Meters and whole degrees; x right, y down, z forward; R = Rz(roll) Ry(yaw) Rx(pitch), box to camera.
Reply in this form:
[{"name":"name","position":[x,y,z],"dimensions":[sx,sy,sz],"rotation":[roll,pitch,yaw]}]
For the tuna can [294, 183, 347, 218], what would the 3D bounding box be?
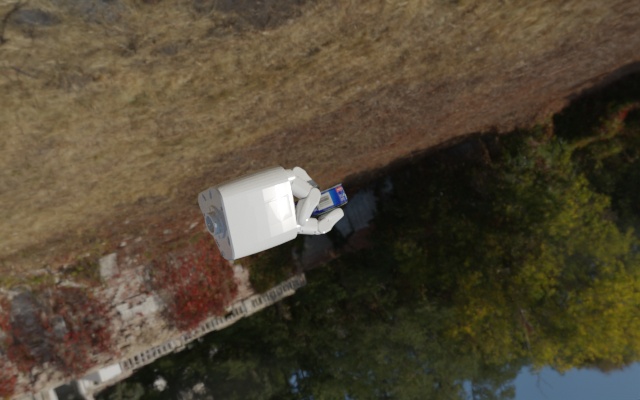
[{"name":"tuna can","position":[0.000,0.003,0.782],"dimensions":[0.086,0.034,0.086],"rotation":[-22,1,1]}]
